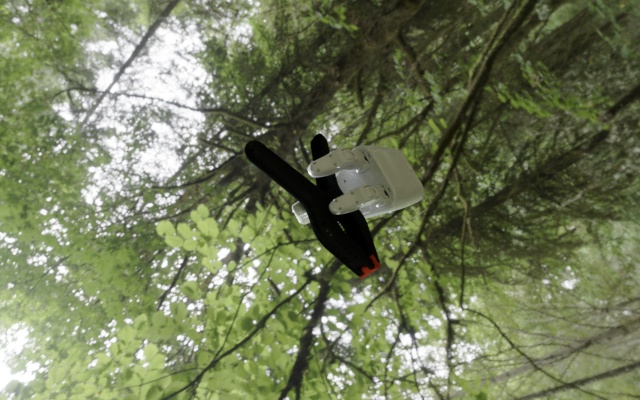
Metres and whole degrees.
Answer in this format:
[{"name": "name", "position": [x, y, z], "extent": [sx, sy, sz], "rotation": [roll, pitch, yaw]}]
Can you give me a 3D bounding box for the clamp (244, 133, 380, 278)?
[{"name": "clamp", "position": [0.000, 0.003, 0.593], "extent": [0.036, 0.210, 0.164], "rotation": [-38, -17, 32]}]
